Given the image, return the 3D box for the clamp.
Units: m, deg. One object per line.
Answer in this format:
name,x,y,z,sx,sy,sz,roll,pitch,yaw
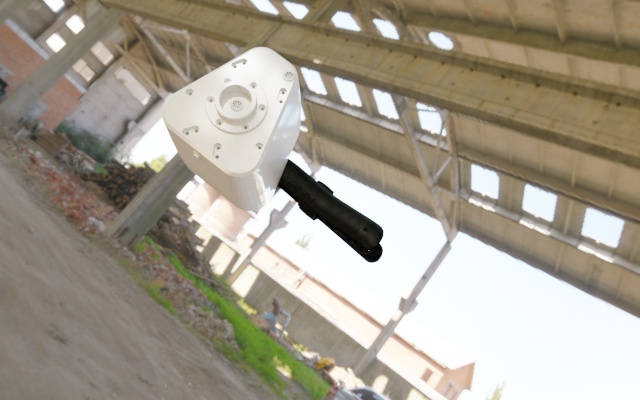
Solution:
clamp,0.000,0.001,0.484,0.171,0.039,0.120,37,-13,6
